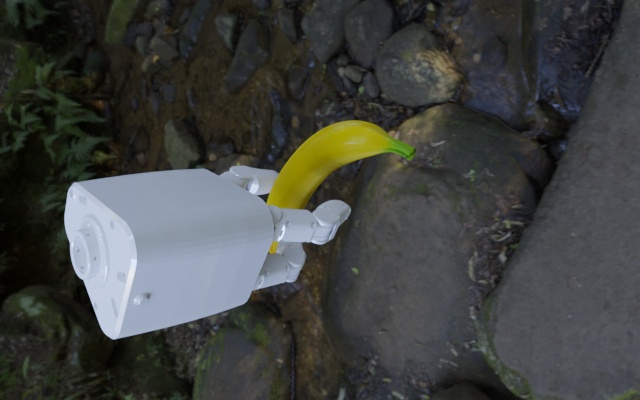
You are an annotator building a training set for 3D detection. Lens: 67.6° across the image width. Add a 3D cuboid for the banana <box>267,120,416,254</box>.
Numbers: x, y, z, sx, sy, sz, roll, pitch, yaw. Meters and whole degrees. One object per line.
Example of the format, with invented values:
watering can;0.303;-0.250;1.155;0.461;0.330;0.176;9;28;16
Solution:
banana;-0.006;-0.016;0.443;0.037;0.069;0.198;-13;-19;-49
